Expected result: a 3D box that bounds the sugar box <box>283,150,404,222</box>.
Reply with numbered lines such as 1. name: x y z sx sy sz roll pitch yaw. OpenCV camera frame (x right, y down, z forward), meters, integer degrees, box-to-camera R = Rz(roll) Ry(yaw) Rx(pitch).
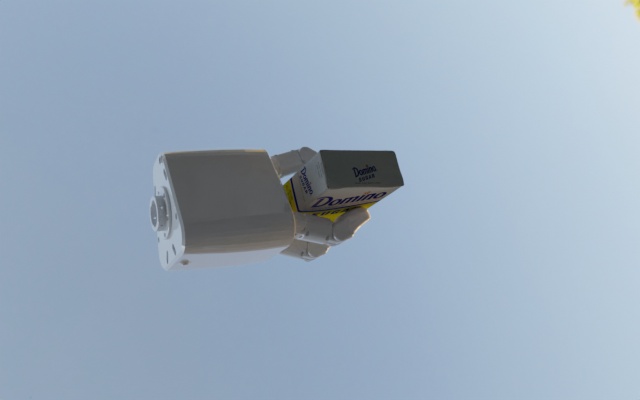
1. sugar box: 0.000 0.002 0.523 0.093 0.048 0.176 -3 -18 -31
